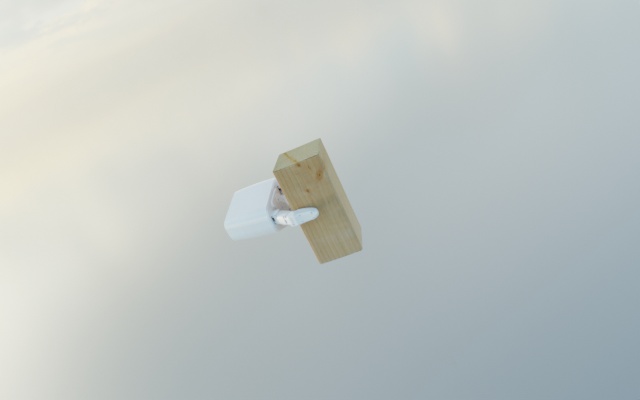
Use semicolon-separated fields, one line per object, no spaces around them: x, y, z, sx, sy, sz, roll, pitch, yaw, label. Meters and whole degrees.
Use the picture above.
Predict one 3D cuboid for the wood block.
0.000;0.003;0.896;0.090;0.206;0.090;-21;23;13;wood block
